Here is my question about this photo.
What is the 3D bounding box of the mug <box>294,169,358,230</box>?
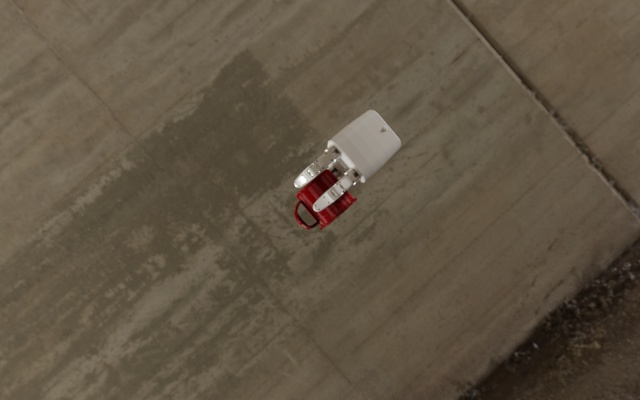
[{"bbox_3d":[-0.001,0.004,0.897,0.117,0.081,0.093,-41,1,-17],"label":"mug"}]
